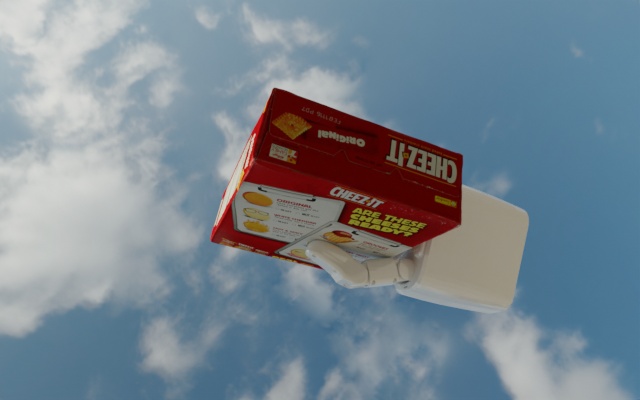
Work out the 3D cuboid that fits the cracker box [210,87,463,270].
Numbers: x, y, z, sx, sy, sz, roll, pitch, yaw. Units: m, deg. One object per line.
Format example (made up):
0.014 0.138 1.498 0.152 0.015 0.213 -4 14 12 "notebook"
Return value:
0.000 0.002 0.439 0.164 0.072 0.214 16 -25 -15 "cracker box"
